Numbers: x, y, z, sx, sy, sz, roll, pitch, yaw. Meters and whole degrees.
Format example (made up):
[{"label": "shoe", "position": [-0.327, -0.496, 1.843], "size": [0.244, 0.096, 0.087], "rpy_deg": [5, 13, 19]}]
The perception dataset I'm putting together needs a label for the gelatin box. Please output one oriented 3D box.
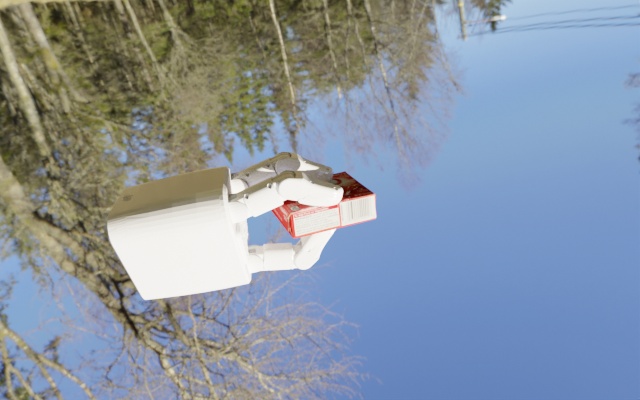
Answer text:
[{"label": "gelatin box", "position": [0.000, 0.002, 0.474], "size": [0.089, 0.030, 0.073], "rpy_deg": [-13, 24, -17]}]
